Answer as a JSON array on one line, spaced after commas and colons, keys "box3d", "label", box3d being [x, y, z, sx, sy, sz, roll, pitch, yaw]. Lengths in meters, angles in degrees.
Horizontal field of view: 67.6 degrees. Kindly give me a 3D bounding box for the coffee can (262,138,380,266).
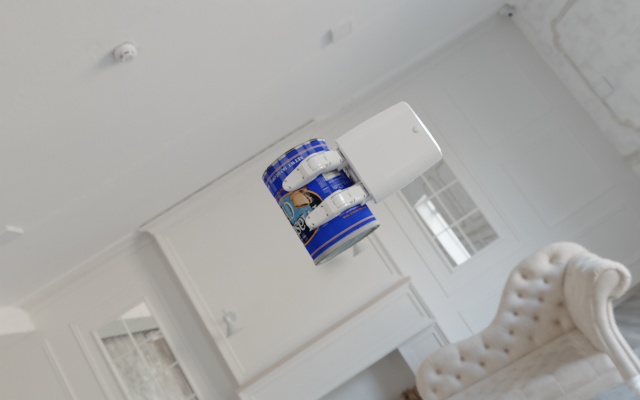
[{"box3d": [0.000, 0.002, 0.646, 0.103, 0.140, 0.103, -31, -11, -7], "label": "coffee can"}]
